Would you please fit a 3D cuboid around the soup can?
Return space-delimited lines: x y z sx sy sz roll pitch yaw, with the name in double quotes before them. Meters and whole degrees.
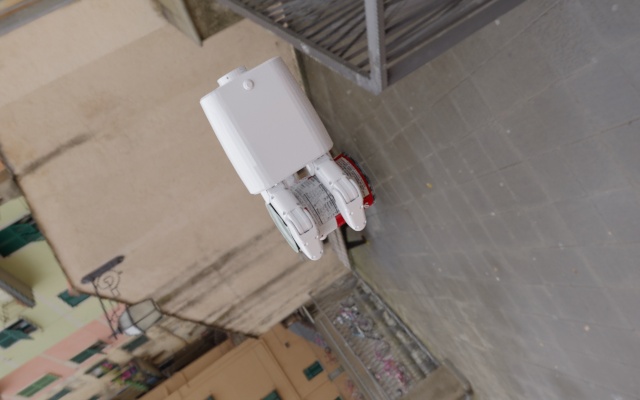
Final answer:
"soup can" 0.000 0.002 0.519 0.102 0.068 0.068 -33 7 -12
